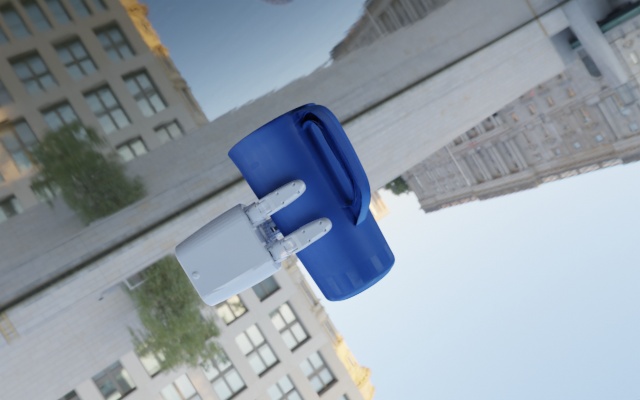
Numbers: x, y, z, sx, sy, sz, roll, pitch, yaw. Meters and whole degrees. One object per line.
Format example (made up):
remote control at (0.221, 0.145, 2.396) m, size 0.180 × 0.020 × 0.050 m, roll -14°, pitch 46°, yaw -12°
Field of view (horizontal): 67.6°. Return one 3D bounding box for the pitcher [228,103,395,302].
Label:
pitcher at (0.000, 0.002, 0.620) m, size 0.145 × 0.243 × 0.149 m, roll -31°, pitch 1°, yaw 5°
